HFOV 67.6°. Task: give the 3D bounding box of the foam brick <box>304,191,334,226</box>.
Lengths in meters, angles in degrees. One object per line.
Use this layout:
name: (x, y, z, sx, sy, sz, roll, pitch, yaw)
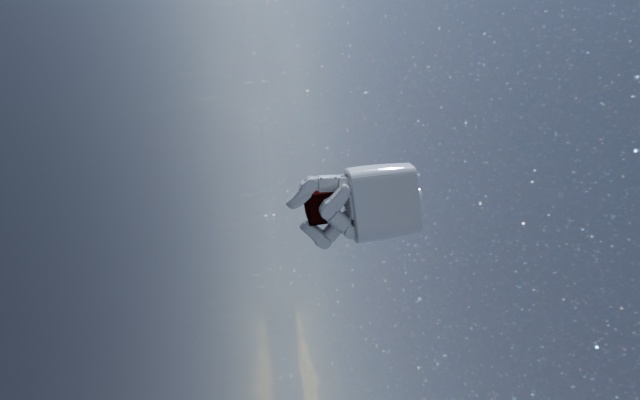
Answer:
foam brick: (0.000, 0.002, 0.780, 0.051, 0.053, 0.078, -9, 19, -6)
